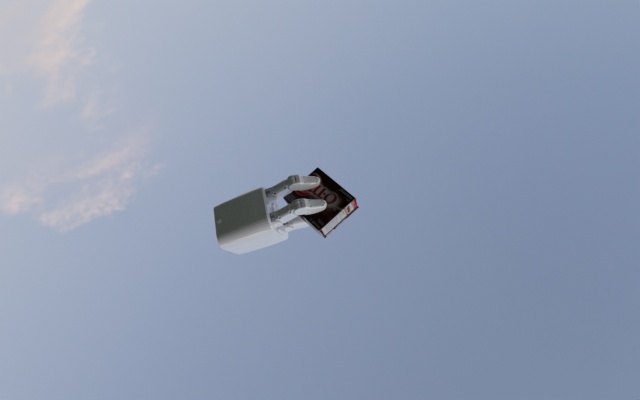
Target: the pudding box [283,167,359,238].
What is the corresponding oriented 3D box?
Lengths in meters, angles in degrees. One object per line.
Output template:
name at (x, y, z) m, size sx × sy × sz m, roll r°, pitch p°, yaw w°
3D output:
pudding box at (0.000, 0.003, 0.879) m, size 0.113 × 0.090 × 0.039 m, roll 41°, pitch -12°, yaw 32°
